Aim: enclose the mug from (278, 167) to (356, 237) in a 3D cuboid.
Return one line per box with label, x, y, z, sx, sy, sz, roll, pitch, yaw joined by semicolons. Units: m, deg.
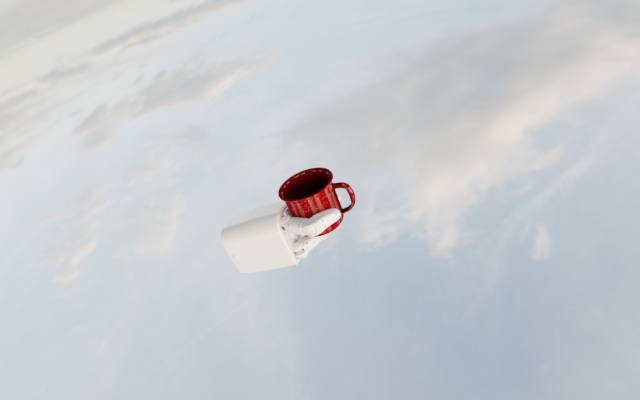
mug;0.002;0.002;0.772;0.117;0.081;0.093;-13;32;16
